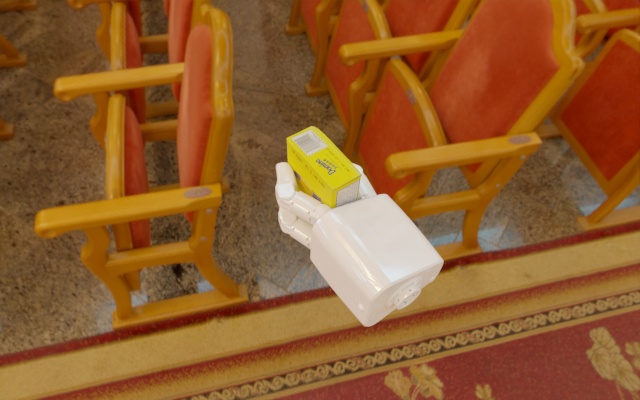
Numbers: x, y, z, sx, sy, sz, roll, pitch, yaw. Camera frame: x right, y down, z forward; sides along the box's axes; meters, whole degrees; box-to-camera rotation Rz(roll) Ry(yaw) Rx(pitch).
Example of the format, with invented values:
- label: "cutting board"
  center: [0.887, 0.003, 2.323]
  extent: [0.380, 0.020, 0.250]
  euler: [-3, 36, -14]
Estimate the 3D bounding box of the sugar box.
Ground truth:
- label: "sugar box"
  center: [0.000, 0.002, 0.593]
  extent: [0.048, 0.093, 0.176]
  euler: [-28, -31, -23]
